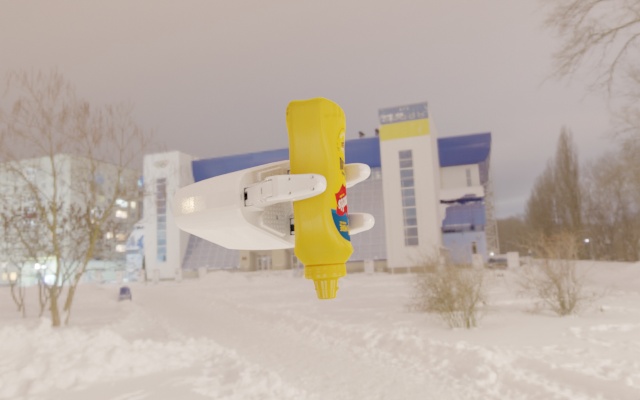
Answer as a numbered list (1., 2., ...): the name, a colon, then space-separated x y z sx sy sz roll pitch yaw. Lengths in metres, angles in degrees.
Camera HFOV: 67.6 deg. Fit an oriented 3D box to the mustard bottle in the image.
1. mustard bottle: 0.000 0.001 0.480 0.058 0.191 0.096 -4 -8 10
